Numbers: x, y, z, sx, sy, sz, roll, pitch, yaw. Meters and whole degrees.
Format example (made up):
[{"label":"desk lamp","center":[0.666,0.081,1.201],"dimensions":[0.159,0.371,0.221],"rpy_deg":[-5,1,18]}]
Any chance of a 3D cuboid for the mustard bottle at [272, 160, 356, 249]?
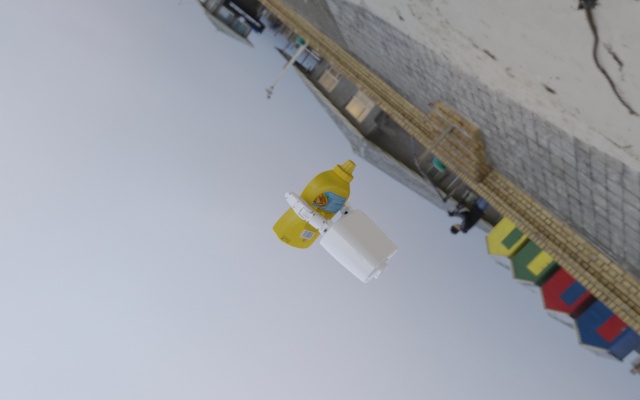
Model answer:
[{"label":"mustard bottle","center":[0.000,0.003,0.890],"dimensions":[0.096,0.192,0.058],"rpy_deg":[22,22,-49]}]
